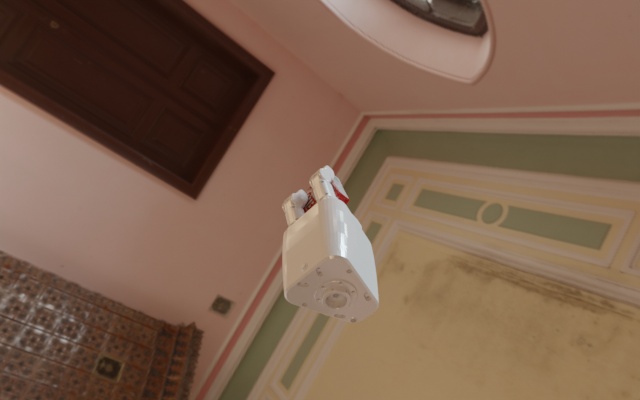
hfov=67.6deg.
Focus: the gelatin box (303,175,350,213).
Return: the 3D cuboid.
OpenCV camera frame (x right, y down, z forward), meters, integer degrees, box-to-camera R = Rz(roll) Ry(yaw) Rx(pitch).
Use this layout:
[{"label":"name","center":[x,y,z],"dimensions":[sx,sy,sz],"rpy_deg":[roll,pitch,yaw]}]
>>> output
[{"label":"gelatin box","center":[0.000,0.002,0.685],"dimensions":[0.030,0.073,0.089],"rpy_deg":[38,12,-21]}]
